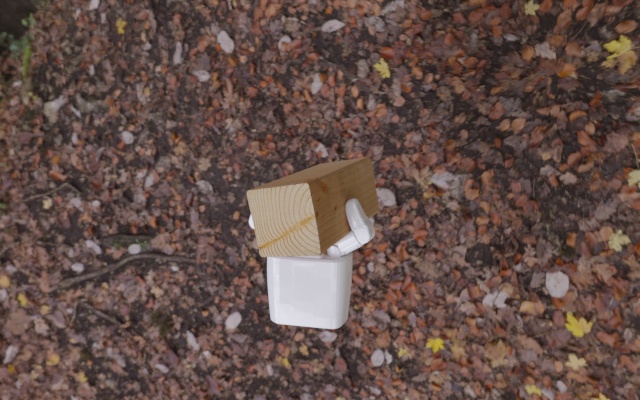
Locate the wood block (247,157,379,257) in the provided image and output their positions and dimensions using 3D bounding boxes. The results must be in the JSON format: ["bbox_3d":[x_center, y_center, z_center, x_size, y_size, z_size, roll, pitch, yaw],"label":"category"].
[{"bbox_3d":[0.000,0.003,0.664,0.091,0.090,0.206,-5,11,27],"label":"wood block"}]
